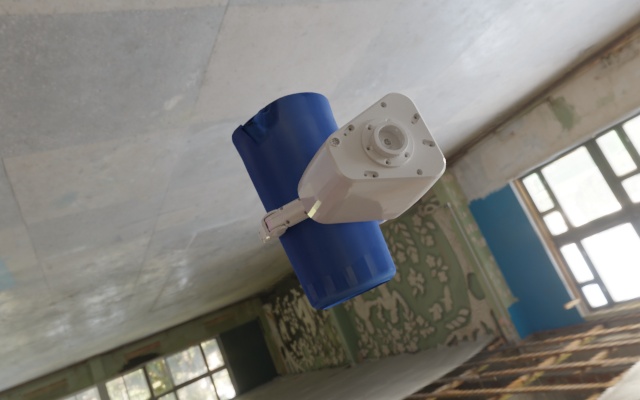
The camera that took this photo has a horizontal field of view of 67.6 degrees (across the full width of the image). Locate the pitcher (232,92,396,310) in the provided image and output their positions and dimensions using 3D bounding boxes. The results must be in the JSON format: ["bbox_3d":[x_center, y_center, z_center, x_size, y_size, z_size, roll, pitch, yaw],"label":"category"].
[{"bbox_3d":[0.000,0.002,0.592,0.149,0.242,0.145,-19,-15,-20],"label":"pitcher"}]
